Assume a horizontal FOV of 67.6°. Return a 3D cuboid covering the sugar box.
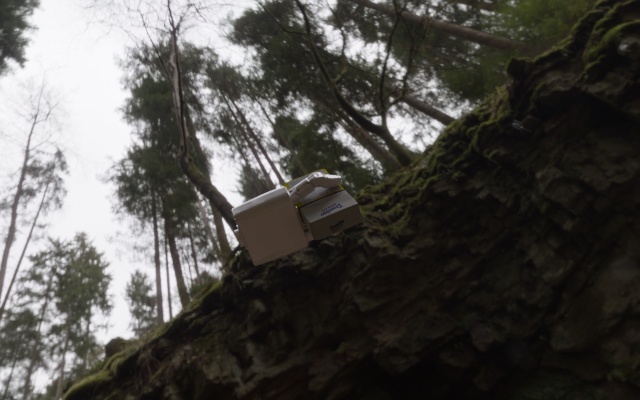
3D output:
[{"bbox_3d":[0.000,0.003,0.881,0.093,0.048,0.176,-22,32,-9],"label":"sugar box"}]
